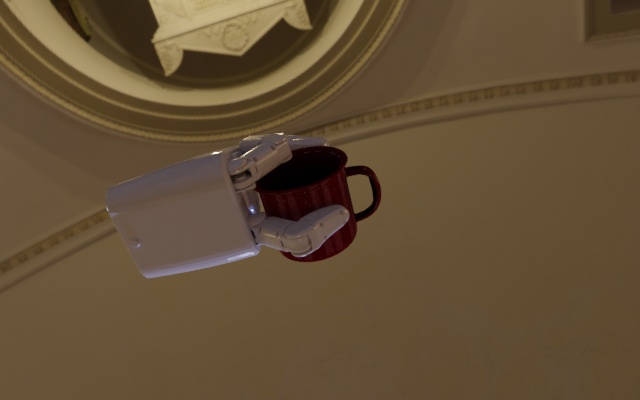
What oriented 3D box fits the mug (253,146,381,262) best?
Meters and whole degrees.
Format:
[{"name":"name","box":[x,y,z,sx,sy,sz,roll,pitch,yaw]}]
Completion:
[{"name":"mug","box":[0.002,0.001,0.455,0.117,0.081,0.093,-14,27,3]}]
